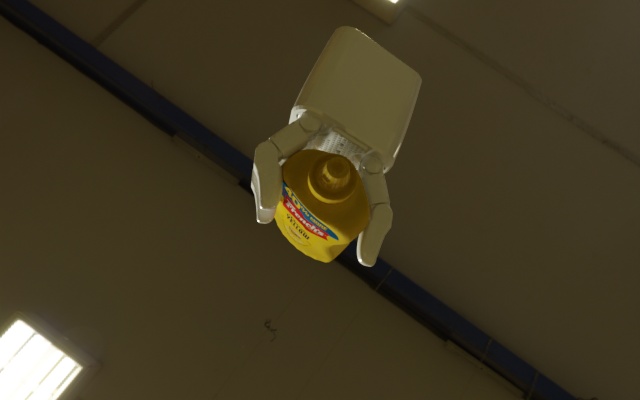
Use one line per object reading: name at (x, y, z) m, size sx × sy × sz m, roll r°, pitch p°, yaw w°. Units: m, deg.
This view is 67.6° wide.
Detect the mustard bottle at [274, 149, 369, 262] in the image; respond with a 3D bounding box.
mustard bottle at (0.000, 0.002, 0.457) m, size 0.058 × 0.096 × 0.192 m, roll -40°, pitch -7°, yaw -18°
